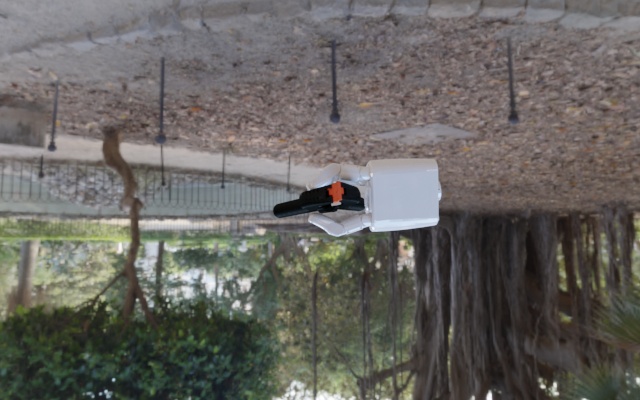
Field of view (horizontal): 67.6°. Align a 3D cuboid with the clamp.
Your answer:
[{"bbox_3d":[0.000,0.003,0.758,0.164,0.036,0.210,-7,-7,-1],"label":"clamp"}]
